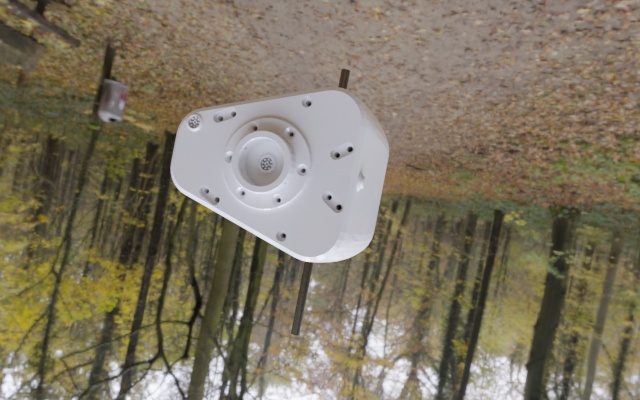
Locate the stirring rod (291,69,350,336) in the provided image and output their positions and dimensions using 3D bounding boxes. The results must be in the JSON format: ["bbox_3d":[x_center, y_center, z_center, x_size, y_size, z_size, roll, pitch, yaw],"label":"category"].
[{"bbox_3d":[0.000,0.001,0.428,0.011,0.239,0.011,11,0,0],"label":"stirring rod"}]
